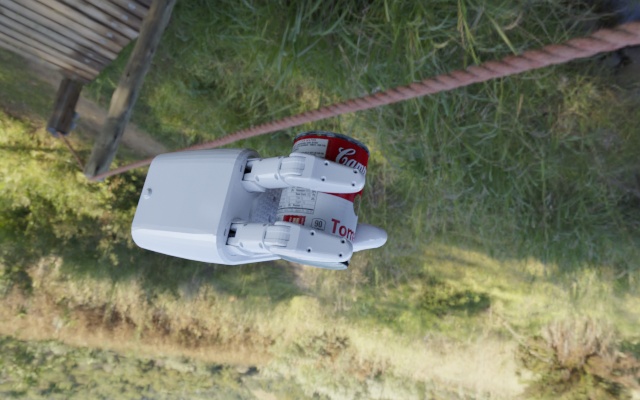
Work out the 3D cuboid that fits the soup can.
[{"bbox_3d":[0.000,0.002,0.405,0.068,0.102,0.068,11,-15,3],"label":"soup can"}]
